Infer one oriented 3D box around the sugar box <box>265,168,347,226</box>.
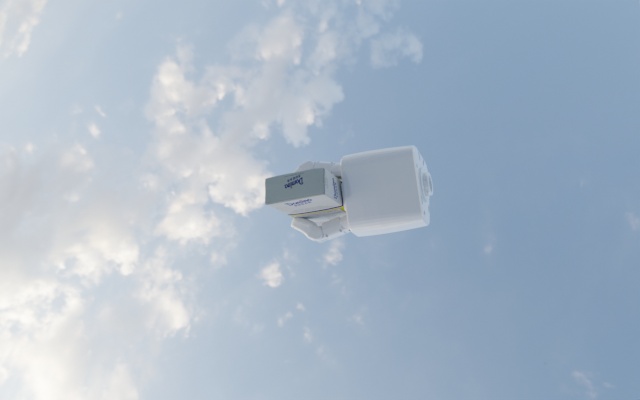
[{"bbox_3d":[0.000,0.002,0.715,0.093,0.048,0.176,-10,-21,22],"label":"sugar box"}]
